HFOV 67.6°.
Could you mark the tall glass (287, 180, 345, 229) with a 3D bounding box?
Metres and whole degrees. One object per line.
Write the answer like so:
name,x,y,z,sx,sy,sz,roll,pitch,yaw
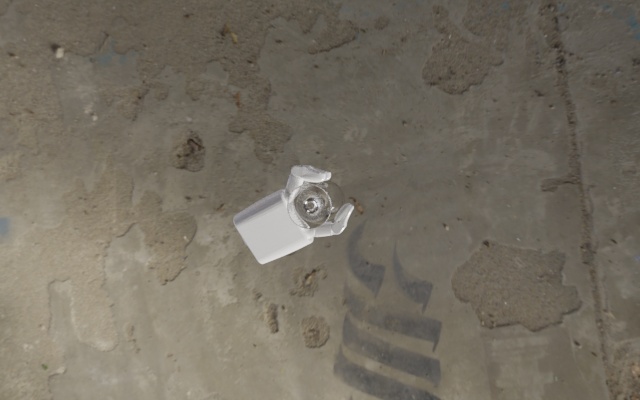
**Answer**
tall glass,0.000,0.003,0.875,0.079,0.079,0.201,0,4,11
